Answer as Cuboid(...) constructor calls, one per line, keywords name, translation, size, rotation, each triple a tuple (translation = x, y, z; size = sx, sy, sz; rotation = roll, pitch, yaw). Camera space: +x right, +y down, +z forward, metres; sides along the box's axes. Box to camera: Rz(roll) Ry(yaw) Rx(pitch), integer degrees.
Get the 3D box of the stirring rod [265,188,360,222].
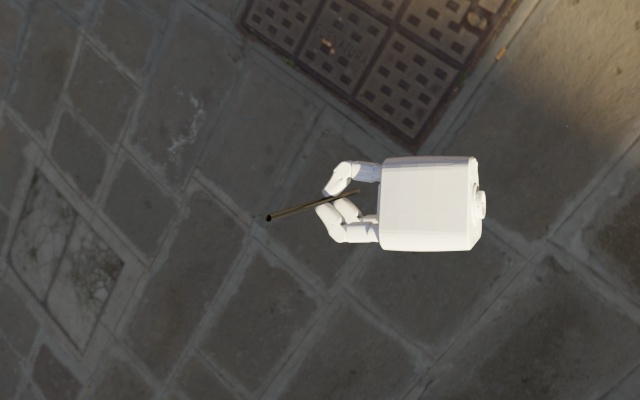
Cuboid(name="stirring rod", translation=(0.000, 0.002, 0.605), size=(0.011, 0.011, 0.239), rotation=(0, 8, 27))
